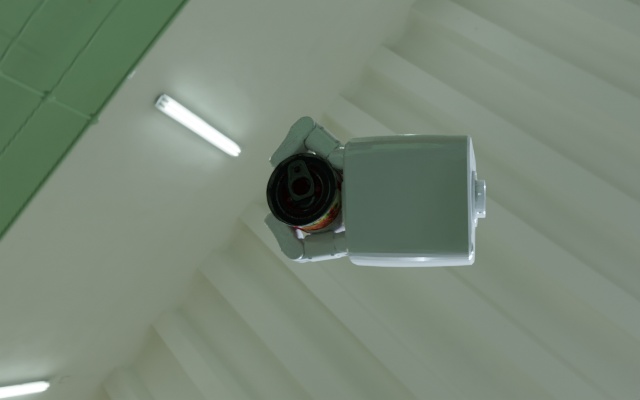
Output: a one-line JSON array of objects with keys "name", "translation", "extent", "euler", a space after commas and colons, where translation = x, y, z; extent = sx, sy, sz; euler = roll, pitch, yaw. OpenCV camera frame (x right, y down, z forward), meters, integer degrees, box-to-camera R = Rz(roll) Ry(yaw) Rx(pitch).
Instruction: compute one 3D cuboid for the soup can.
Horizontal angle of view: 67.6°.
[{"name": "soup can", "translation": [0.000, 0.002, 0.467], "extent": [0.068, 0.068, 0.102], "euler": [0, -14, 21]}]
